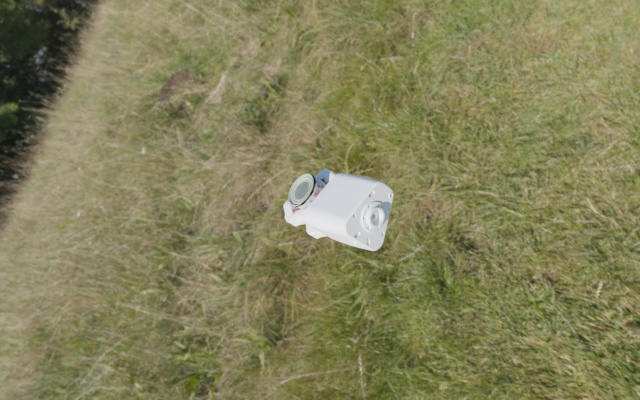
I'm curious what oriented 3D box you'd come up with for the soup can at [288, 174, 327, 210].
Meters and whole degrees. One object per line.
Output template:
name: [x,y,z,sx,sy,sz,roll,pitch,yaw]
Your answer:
soup can: [0.000,0.003,0.871,0.102,0.068,0.068,32,-20,-35]
